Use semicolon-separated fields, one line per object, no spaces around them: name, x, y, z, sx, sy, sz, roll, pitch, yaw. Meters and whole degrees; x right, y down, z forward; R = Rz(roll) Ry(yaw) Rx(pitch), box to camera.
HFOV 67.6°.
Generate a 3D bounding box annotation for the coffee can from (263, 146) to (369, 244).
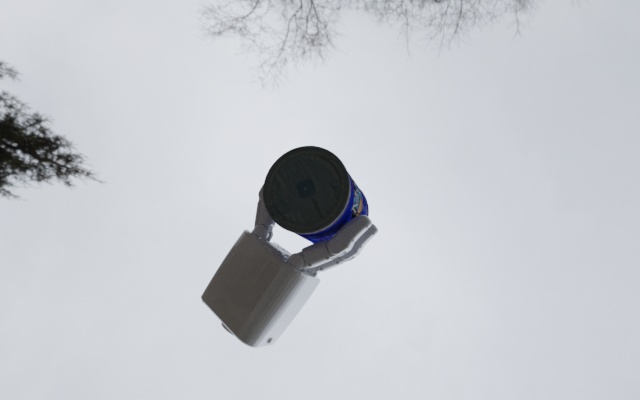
coffee can;0.000;0.002;0.603;0.103;0.102;0.140;0;-13;15
